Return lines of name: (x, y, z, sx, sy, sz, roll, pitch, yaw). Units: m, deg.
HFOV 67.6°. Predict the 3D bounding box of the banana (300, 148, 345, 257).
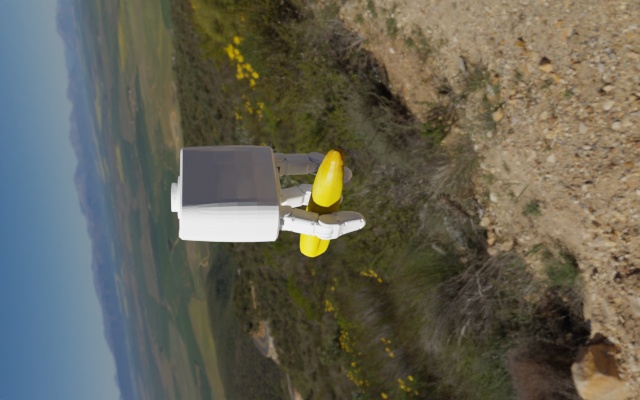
banana: (-0.002, 0.019, 0.585, 0.037, 0.069, 0.198, 8, -33, -5)
